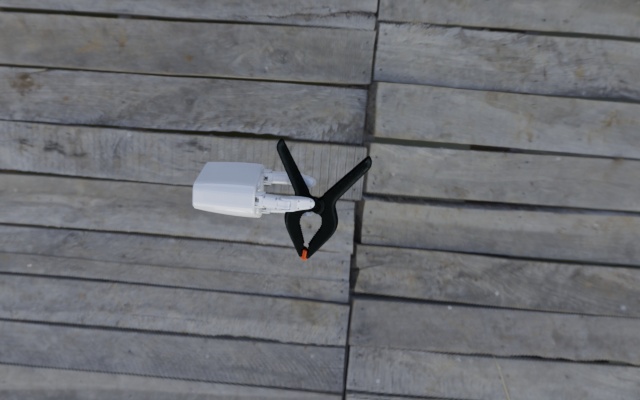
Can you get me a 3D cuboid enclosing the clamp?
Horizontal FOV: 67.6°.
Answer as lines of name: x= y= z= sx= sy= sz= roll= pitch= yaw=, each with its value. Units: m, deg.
clamp: x=0.000 y=0.003 z=0.832 sx=0.164 sy=0.210 sz=0.036 roll=5 pitch=12 yaw=1
